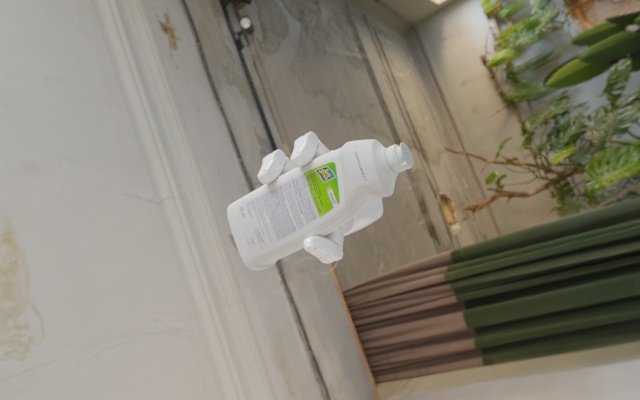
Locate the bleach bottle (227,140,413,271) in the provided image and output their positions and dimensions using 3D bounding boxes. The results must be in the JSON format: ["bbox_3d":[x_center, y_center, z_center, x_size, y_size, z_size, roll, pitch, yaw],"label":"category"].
[{"bbox_3d":[0.000,0.002,0.587,0.251,0.102,0.068,-24,-6,30],"label":"bleach bottle"}]
